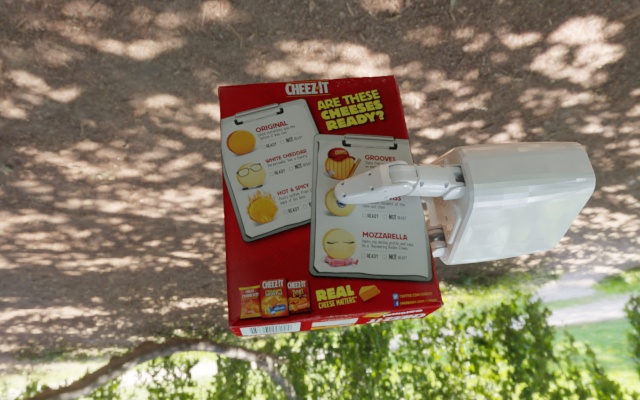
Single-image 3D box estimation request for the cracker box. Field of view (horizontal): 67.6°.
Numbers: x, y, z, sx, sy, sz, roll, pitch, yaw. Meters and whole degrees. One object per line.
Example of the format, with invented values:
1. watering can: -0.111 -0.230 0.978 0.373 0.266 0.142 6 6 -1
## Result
1. cracker box: 0.000 0.001 0.418 0.164 0.213 0.072 -5 -23 -6
